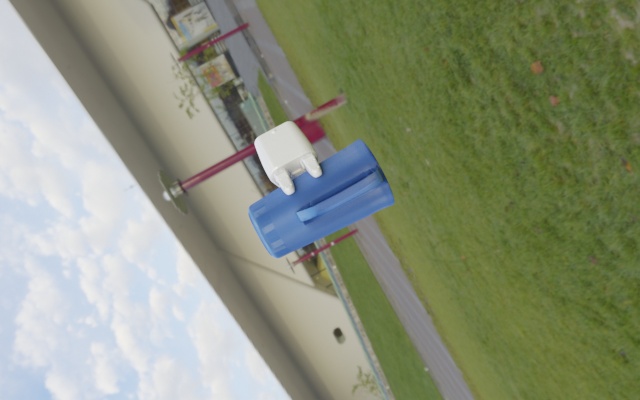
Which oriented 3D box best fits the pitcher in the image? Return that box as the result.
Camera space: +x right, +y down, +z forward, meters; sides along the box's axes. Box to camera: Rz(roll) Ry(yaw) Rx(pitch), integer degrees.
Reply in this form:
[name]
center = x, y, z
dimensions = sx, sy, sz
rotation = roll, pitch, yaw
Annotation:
[pitcher]
center = 0.000, 0.003, 0.843
dimensions = 0.243, 0.145, 0.149
rotation = -29, -38, -2
